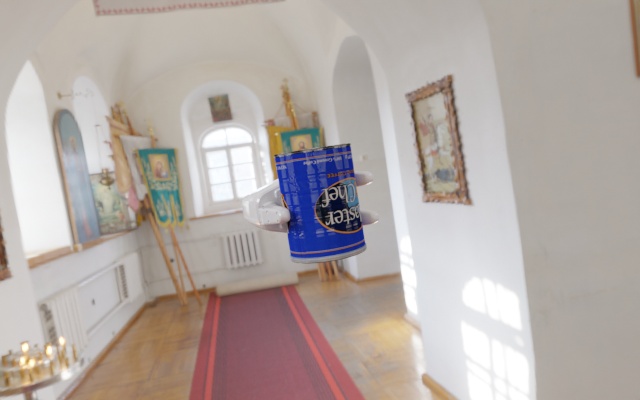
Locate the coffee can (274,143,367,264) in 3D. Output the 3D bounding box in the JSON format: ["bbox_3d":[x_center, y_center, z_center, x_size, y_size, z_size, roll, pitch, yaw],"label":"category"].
[{"bbox_3d":[0.000,0.002,0.628,0.103,0.140,0.103,-9,5,1],"label":"coffee can"}]
